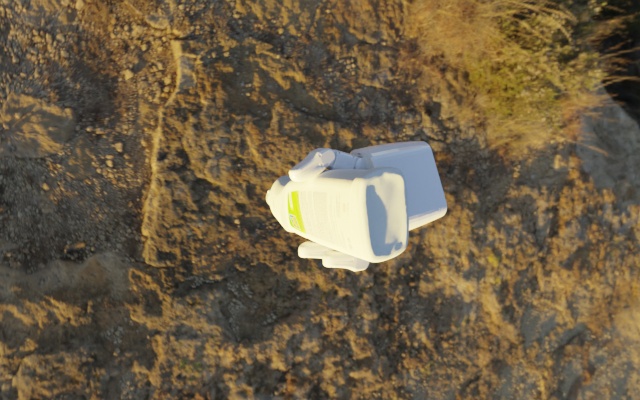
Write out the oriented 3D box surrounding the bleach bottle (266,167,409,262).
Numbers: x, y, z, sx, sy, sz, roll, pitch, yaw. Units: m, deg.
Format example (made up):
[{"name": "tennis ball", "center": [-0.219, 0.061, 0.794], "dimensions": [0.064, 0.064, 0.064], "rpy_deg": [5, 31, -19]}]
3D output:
[{"name": "bleach bottle", "center": [0.000, 0.002, 0.594], "dimensions": [0.068, 0.102, 0.251], "rpy_deg": [-14, 15, -31]}]
